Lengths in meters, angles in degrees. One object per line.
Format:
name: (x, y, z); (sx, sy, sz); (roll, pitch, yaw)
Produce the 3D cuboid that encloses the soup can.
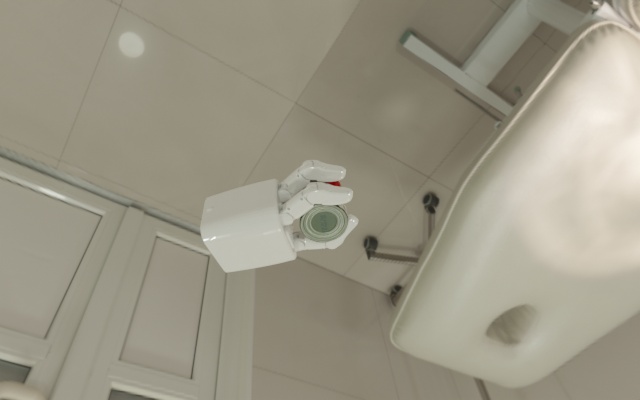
soup can: (0.001, 0.002, 0.676); (0.068, 0.068, 0.102); (0, 35, -6)
